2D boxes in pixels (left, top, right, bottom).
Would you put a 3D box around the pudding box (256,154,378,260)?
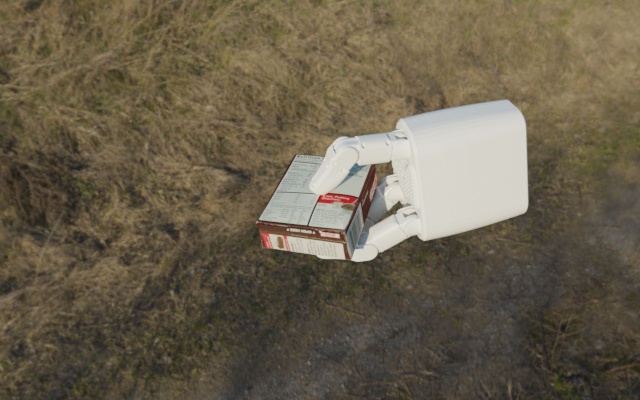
[{"bbox_3d":[0.000,0.001,0.470,0.090,0.039,0.113,5,41,19],"label":"pudding box"}]
